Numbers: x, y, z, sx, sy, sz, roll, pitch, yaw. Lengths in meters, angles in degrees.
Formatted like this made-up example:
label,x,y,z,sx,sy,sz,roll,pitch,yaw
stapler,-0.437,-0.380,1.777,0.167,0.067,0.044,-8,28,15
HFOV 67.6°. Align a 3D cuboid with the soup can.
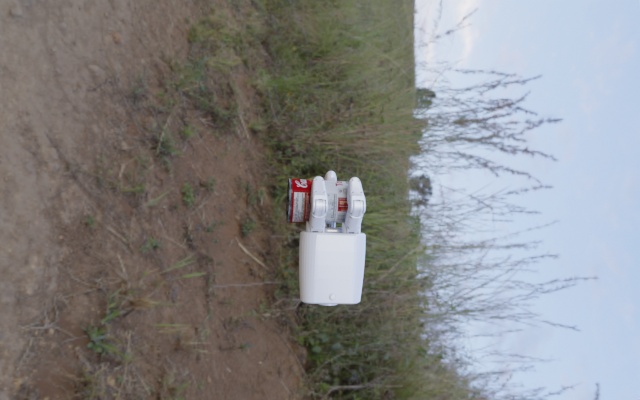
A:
label,x,y,z,sx,sy,sz,roll,pitch,yaw
soup can,0.000,0.002,0.737,0.102,0.068,0.068,2,0,-7
